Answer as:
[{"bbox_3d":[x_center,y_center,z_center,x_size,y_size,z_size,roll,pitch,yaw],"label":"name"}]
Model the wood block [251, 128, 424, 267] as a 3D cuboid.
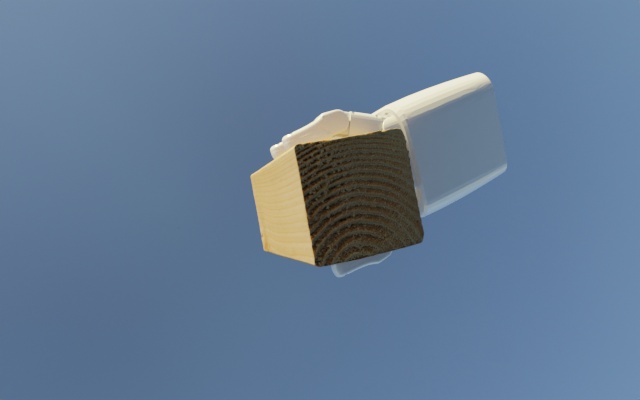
[{"bbox_3d":[0.000,0.002,0.444,0.090,0.091,0.206,-11,0,-17],"label":"wood block"}]
